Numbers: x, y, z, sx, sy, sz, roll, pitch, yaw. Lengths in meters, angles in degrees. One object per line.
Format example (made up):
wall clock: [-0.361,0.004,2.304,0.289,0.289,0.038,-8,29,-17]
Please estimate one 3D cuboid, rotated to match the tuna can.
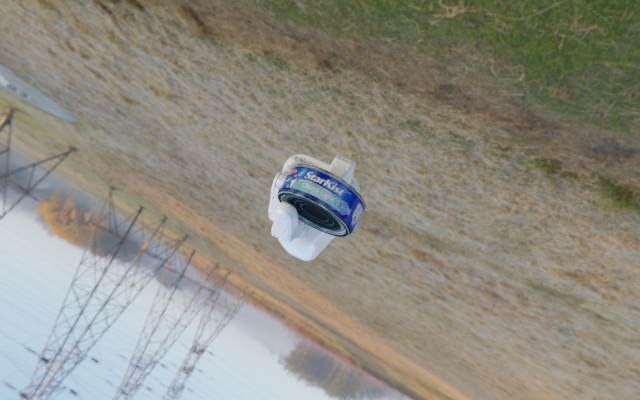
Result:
tuna can: [0.000,0.002,0.481,0.086,0.033,0.086,27,-18,10]
